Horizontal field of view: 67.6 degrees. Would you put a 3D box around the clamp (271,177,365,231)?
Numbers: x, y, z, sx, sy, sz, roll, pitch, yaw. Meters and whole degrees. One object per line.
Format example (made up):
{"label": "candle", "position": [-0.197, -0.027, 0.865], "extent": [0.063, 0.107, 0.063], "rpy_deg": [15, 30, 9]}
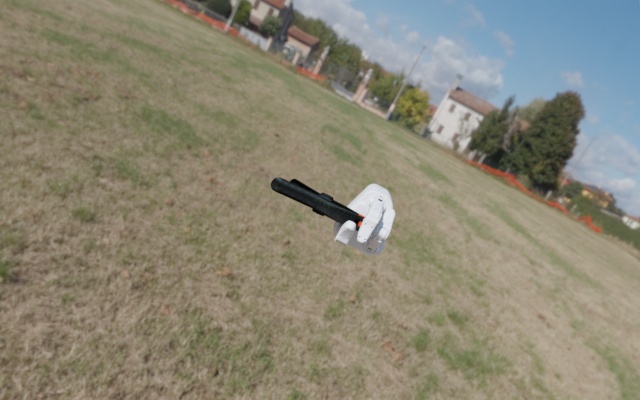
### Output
{"label": "clamp", "position": [0.001, 0.002, 0.830], "extent": [0.171, 0.039, 0.120], "rpy_deg": [29, 12, 1]}
